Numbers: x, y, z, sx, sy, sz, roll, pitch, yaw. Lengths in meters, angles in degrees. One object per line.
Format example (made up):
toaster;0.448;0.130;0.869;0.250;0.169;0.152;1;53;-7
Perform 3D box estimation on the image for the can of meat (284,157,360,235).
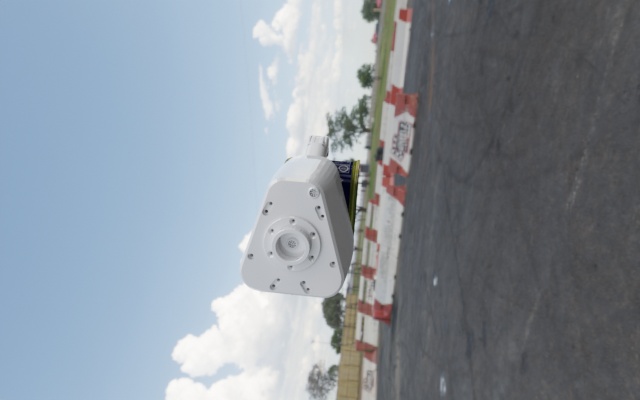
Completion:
can of meat;0.000;0.002;0.552;0.084;0.102;0.057;5;17;5
